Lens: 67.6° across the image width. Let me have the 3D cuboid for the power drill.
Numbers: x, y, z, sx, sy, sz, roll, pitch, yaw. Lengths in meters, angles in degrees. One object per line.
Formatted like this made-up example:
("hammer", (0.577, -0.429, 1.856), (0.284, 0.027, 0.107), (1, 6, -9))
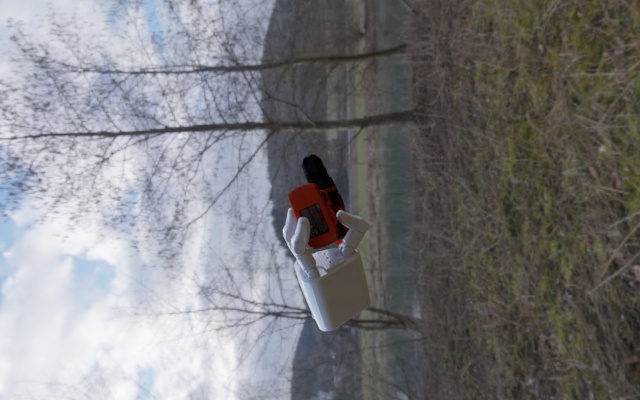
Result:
("power drill", (0.000, 0.003, 0.854), (0.057, 0.184, 0.187), (-25, 0, 14))
